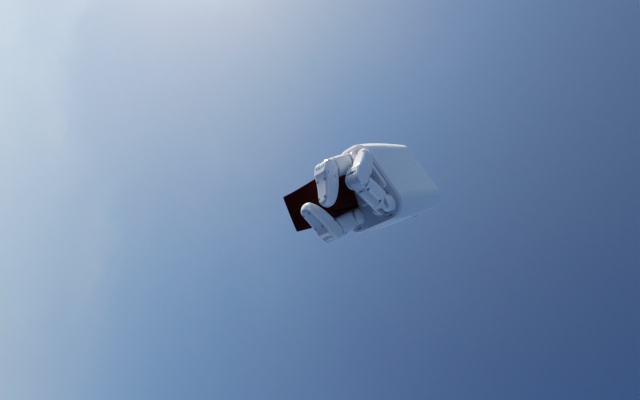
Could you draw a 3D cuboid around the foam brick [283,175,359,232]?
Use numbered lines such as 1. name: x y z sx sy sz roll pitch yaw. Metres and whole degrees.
1. foam brick: 0.000 0.002 0.631 0.051 0.053 0.078 -13 -11 -47
